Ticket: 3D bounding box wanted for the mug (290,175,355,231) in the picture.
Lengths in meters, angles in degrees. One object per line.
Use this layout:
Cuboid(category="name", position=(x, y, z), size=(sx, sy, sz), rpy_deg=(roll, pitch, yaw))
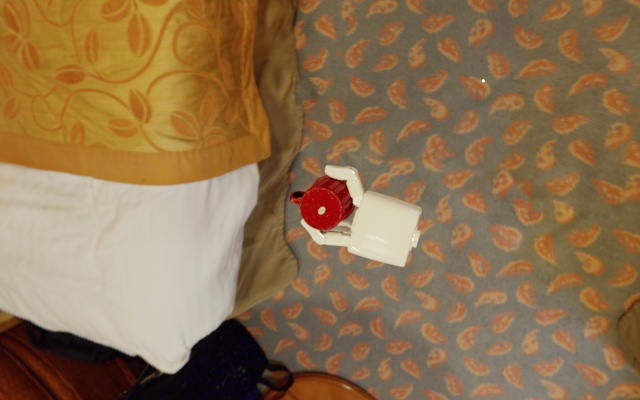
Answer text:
Cuboid(category="mug", position=(-0.001, 0.002, 0.869), size=(0.117, 0.093, 0.081), rpy_deg=(14, 18, 13))
